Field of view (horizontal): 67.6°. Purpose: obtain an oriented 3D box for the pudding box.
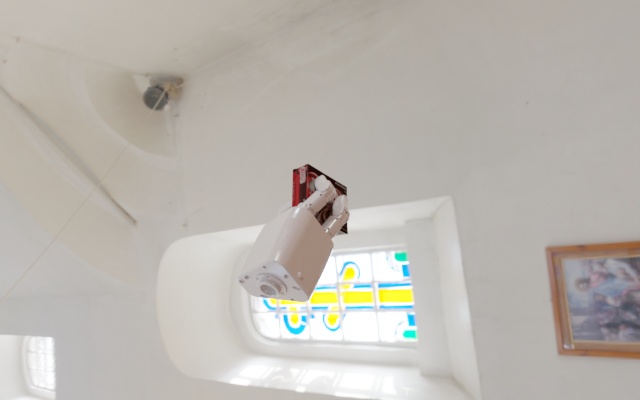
[{"bbox_3d":[0.000,0.003,0.790,0.039,0.090,0.113,-15,-28,32],"label":"pudding box"}]
